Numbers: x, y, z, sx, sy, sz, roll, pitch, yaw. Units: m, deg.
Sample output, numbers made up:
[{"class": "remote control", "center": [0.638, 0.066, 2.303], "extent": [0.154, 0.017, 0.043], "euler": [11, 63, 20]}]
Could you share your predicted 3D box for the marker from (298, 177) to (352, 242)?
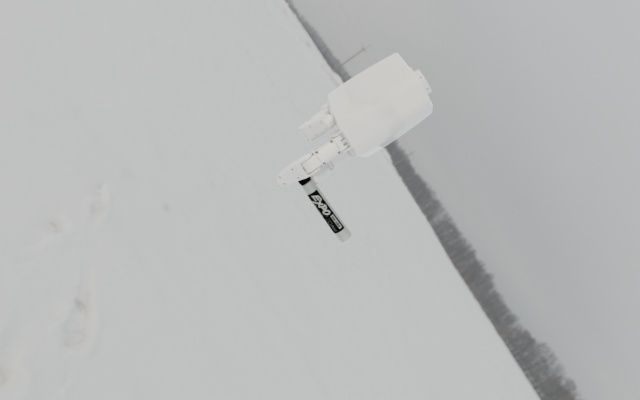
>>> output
[{"class": "marker", "center": [0.000, 0.002, 0.616], "extent": [0.020, 0.121, 0.020], "euler": [-33, 16, 10]}]
